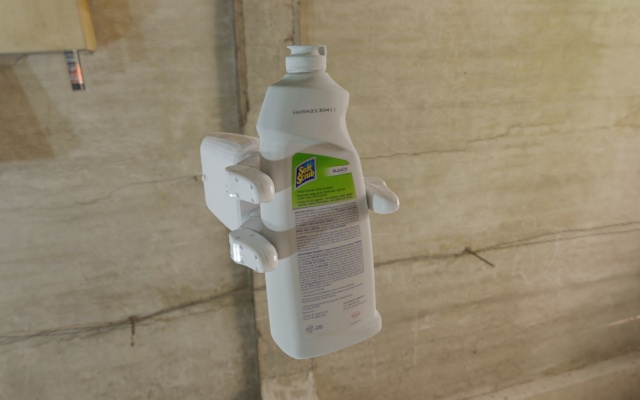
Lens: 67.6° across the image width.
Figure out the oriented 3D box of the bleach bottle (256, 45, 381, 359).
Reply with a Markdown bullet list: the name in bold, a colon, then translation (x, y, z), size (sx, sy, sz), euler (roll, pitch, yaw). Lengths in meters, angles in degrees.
- **bleach bottle**: translation (0.000, 0.001, 0.401), size (0.102, 0.251, 0.068), euler (-11, 19, -29)
